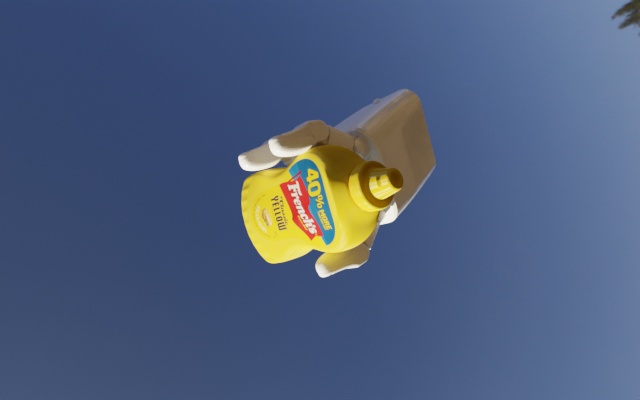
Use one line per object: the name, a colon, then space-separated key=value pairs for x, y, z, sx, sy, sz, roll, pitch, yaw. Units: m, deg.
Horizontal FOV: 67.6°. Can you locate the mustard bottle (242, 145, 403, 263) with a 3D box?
mustard bottle: x=0.000 y=0.002 z=0.441 sx=0.058 sy=0.096 sz=0.191 roll=-13 pitch=-3 yaw=-40
